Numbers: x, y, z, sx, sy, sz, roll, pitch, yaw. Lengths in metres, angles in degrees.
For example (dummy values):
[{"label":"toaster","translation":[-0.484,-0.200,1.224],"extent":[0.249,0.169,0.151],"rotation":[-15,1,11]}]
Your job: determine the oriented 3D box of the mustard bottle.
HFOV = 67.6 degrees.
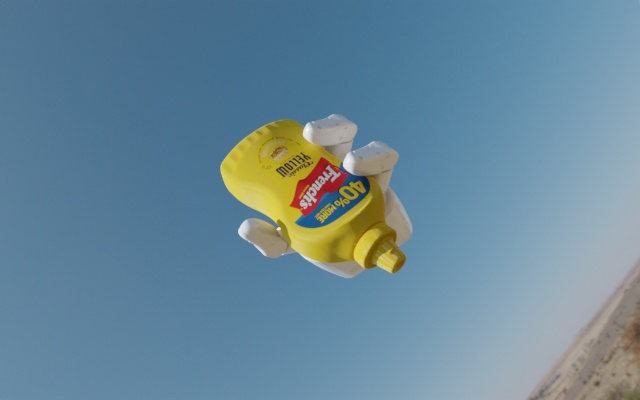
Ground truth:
[{"label":"mustard bottle","translation":[0.000,0.001,0.435],"extent":[0.096,0.058,0.191],"rotation":[-36,57,-23]}]
